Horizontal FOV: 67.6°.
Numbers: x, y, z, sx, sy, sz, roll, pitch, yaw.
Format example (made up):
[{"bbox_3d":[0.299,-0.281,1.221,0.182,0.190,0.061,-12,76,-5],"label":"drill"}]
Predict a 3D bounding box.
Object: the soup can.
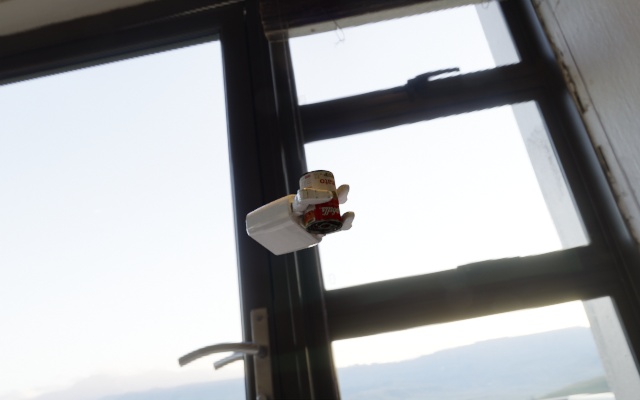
[{"bbox_3d":[0.000,0.002,0.874,0.068,0.102,0.068,-7,-23,-3],"label":"soup can"}]
